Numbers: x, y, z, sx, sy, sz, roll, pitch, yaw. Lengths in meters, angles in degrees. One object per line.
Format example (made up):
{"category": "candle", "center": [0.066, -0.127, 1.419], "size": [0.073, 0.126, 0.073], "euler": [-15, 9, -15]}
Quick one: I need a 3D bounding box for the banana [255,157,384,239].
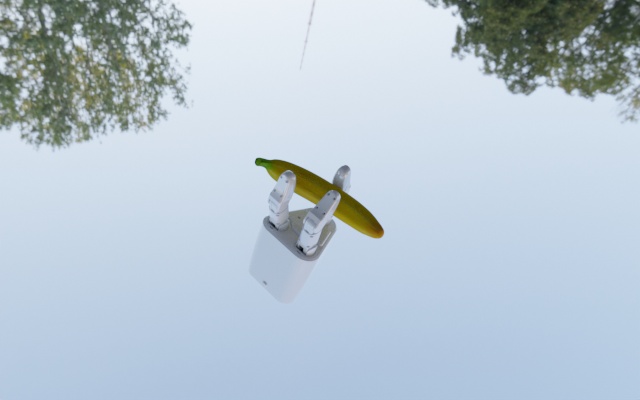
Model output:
{"category": "banana", "center": [0.000, -0.006, 0.662], "size": [0.198, 0.037, 0.069], "euler": [29, 22, 0]}
